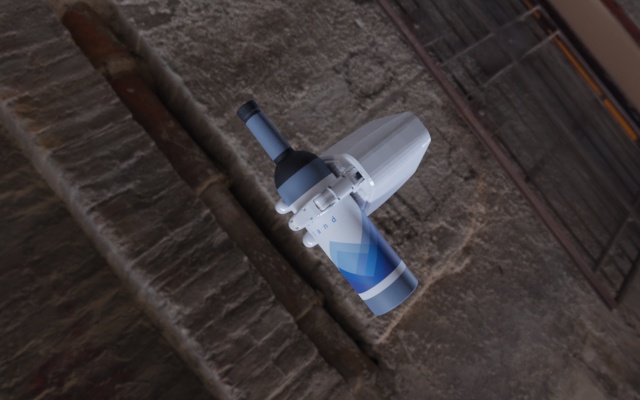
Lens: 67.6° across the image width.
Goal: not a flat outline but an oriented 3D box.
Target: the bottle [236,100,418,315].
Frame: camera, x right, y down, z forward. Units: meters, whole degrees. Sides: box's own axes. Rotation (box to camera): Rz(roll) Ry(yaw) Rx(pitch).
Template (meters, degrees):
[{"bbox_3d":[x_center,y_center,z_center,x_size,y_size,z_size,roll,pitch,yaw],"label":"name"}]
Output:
[{"bbox_3d":[0.000,0.002,0.576,0.069,0.295,0.069,-38,0,0],"label":"bottle"}]
